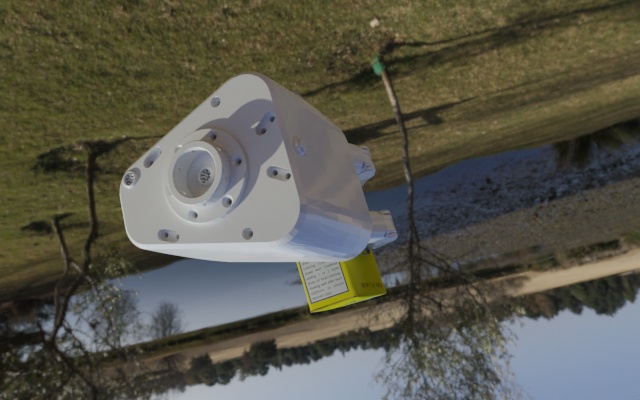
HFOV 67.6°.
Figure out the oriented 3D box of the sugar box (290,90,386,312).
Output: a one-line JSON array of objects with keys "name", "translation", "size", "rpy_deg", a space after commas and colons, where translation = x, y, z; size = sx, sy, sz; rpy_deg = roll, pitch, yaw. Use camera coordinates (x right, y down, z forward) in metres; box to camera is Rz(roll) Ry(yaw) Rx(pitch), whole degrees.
[{"name": "sugar box", "translation": [0.001, 0.001, 0.406], "size": [0.048, 0.176, 0.093], "rpy_deg": [-20, -14, 16]}]
